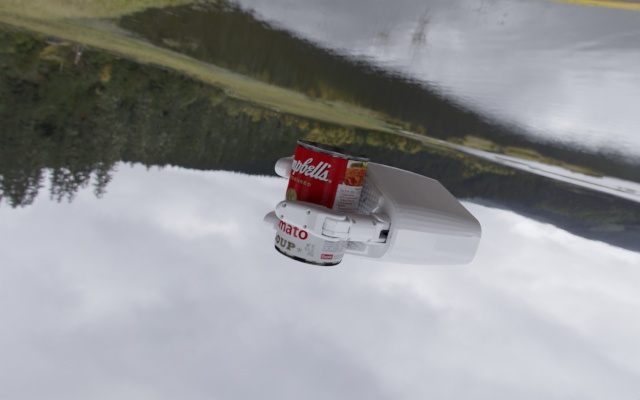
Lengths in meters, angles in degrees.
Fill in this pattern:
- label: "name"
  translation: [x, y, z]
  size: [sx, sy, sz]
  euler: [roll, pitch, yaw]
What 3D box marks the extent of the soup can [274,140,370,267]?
- label: "soup can"
  translation: [0.000, 0.002, 0.441]
  size: [0.068, 0.102, 0.068]
  euler: [14, 10, -3]
